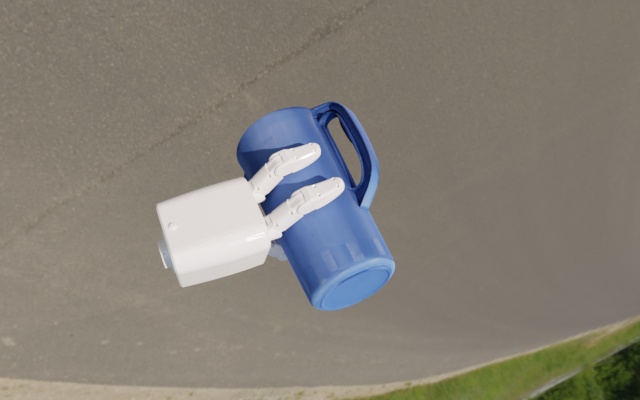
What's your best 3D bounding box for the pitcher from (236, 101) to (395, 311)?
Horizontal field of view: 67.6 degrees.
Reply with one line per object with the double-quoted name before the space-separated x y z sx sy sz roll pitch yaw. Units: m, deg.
"pitcher" 0.000 0.002 0.597 0.145 0.242 0.149 -17 -31 -18
